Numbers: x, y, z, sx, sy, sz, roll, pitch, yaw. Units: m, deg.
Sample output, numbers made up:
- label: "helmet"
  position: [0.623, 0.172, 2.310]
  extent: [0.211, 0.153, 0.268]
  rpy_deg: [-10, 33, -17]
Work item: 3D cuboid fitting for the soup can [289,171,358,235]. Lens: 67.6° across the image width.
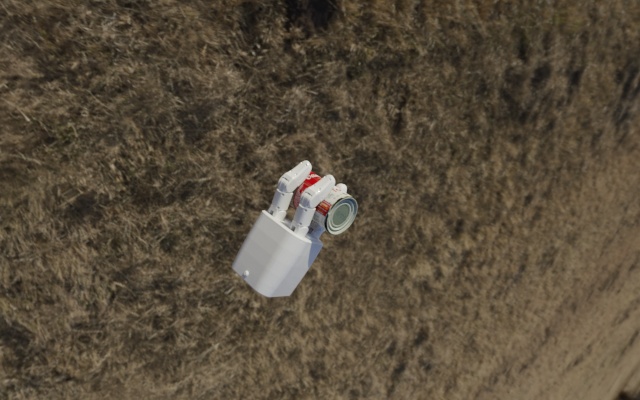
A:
- label: "soup can"
  position: [0.001, 0.002, 0.758]
  extent: [0.068, 0.068, 0.102]
  rpy_deg: [0, 25, -47]
